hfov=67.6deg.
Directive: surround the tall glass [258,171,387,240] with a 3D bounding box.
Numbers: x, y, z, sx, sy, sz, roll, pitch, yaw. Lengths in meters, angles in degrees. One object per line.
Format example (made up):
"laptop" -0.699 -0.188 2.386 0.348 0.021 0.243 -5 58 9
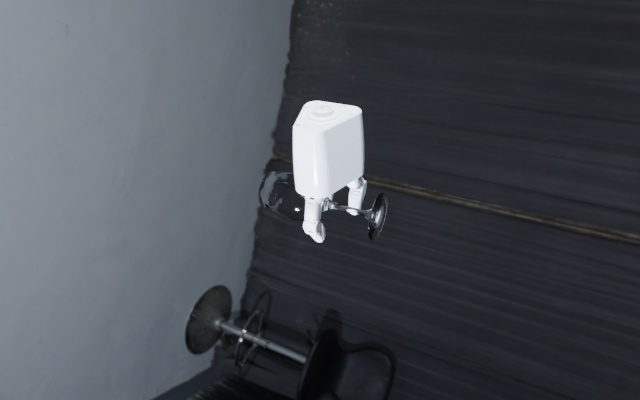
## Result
"tall glass" 0.001 0.003 0.768 0.201 0.079 0.079 14 6 24
